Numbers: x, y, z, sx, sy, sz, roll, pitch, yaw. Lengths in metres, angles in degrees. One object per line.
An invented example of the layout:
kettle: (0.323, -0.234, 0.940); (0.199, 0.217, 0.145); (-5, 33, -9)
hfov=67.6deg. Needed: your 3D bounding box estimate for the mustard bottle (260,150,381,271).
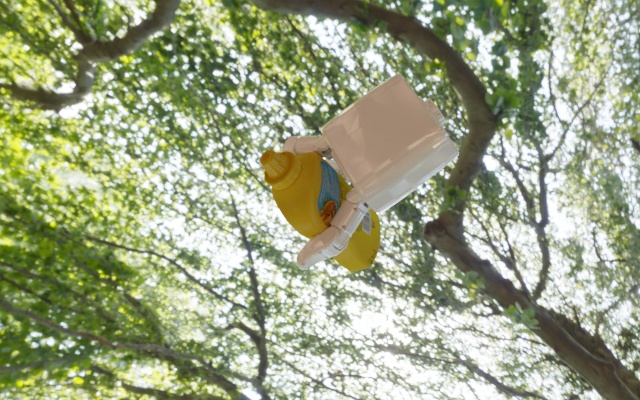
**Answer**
mustard bottle: (0.000, 0.002, 0.539); (0.058, 0.096, 0.192); (-16, -38, 30)
